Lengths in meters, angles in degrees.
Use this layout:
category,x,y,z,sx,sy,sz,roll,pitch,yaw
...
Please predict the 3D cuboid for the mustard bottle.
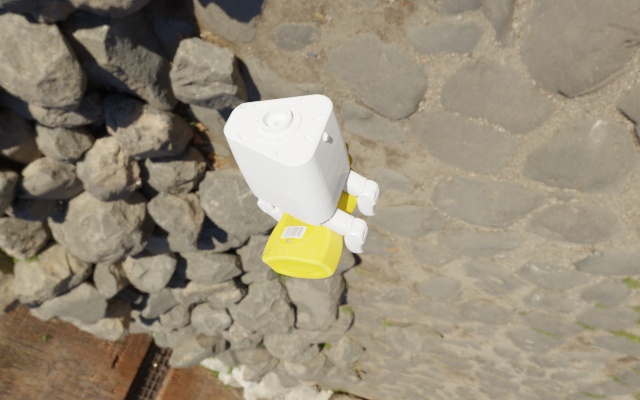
category,x,y,z,sx,sy,sz,roll,pitch,yaw
mustard bottle,0.000,0.002,0.607,0.096,0.191,0.058,-4,-37,38
